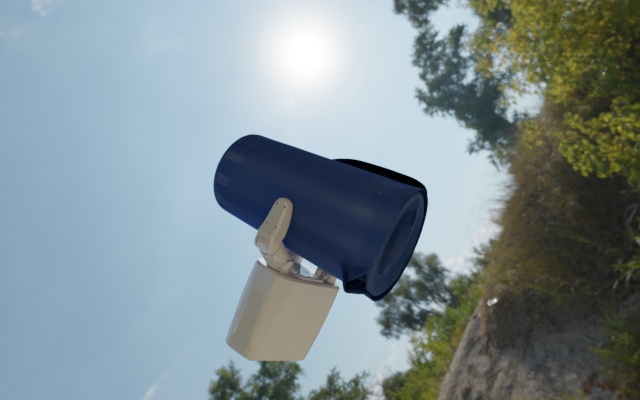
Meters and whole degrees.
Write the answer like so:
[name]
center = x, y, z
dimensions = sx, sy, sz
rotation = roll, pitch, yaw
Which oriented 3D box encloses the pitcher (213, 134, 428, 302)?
[pitcher]
center = 0.000, 0.002, 0.574
dimensions = 0.243, 0.145, 0.149
rotation = 25, 3, 26
